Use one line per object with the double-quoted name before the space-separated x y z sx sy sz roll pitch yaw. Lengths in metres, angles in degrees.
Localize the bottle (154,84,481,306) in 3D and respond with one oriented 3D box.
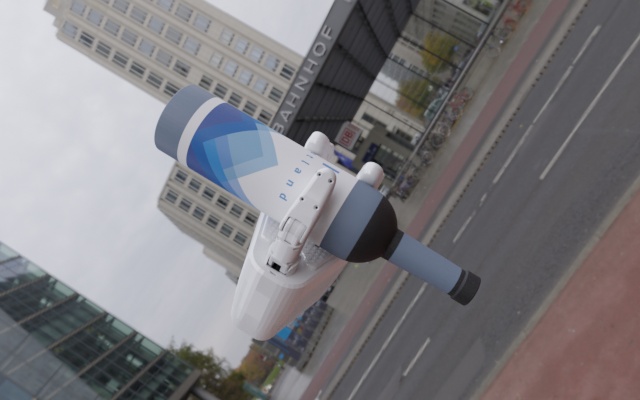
"bottle" 0.000 0.001 0.410 0.295 0.069 0.069 31 3 5
